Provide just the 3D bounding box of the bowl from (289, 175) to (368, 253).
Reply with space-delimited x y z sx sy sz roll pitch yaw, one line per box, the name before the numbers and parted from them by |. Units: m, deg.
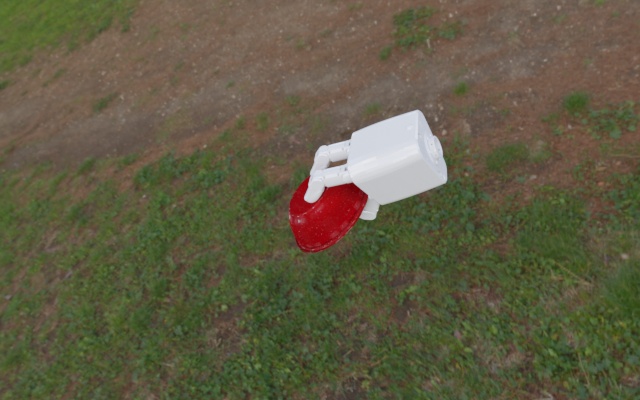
bowl | -0.001 0.003 0.771 0.055 0.162 0.162 40 -21 -28
